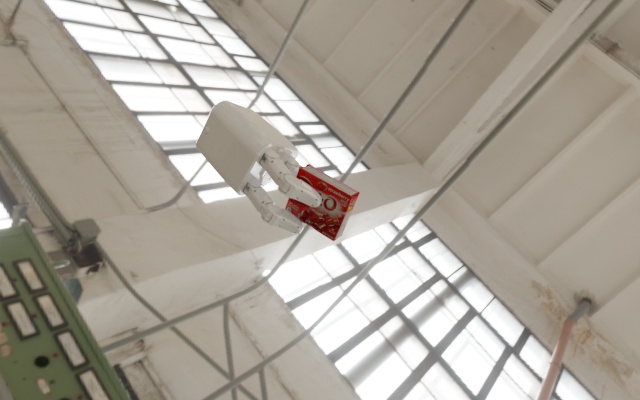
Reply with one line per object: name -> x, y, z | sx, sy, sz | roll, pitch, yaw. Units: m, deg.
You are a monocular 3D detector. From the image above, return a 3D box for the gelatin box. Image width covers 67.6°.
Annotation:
gelatin box -> 0.001, 0.002, 0.660 | 0.089, 0.073, 0.030 | 30, 26, 19
